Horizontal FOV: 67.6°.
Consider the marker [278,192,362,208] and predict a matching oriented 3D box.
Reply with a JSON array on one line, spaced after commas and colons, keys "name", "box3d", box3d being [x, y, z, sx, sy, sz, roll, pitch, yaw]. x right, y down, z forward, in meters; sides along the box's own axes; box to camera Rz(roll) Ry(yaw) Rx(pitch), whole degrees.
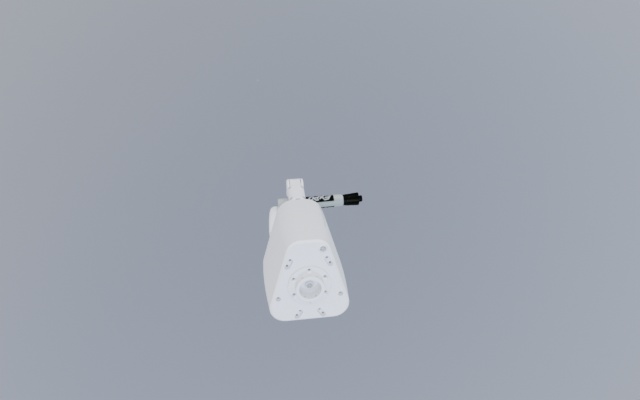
[{"name": "marker", "box3d": [0.000, 0.002, 0.683, 0.121, 0.020, 0.020, -5, 0, -7]}]
